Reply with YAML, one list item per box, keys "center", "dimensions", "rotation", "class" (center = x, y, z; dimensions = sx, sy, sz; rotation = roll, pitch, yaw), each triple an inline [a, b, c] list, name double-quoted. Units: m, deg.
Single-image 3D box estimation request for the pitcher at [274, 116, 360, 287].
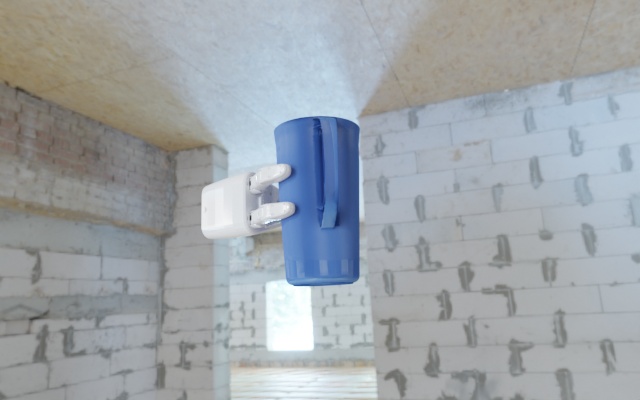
- center: [0.000, 0.002, 0.707]
  dimensions: [0.145, 0.242, 0.149]
  rotation: [-10, -14, 33]
  class: "pitcher"
